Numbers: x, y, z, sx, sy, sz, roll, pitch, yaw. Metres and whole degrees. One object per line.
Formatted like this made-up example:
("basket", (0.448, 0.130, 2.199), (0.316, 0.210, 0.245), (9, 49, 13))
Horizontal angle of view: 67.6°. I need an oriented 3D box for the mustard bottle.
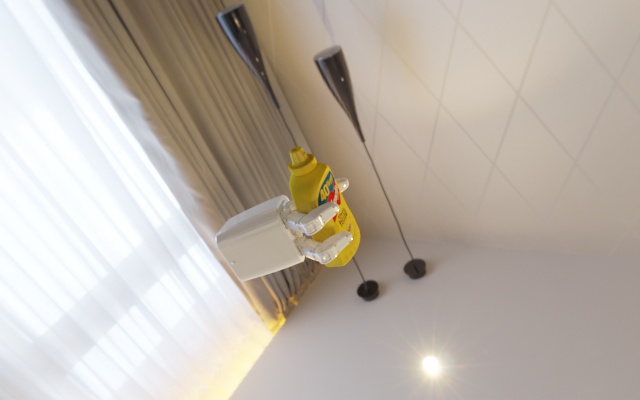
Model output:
("mustard bottle", (0.001, 0.002, 0.723), (0.058, 0.192, 0.096), (-8, 34, 29))
